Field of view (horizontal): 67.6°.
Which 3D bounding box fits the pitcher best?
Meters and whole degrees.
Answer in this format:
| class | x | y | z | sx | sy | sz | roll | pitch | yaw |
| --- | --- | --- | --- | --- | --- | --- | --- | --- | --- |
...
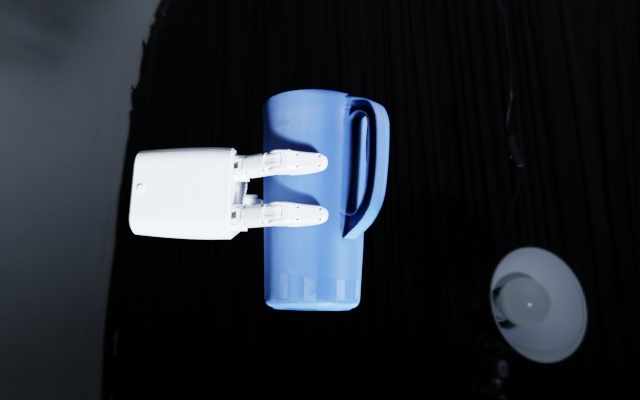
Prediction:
| class | x | y | z | sx | sy | sz | roll | pitch | yaw |
| --- | --- | --- | --- | --- | --- | --- | --- | --- | --- |
| pitcher | 0.000 | 0.002 | 0.553 | 0.145 | 0.242 | 0.149 | 1 | -10 | 1 |
